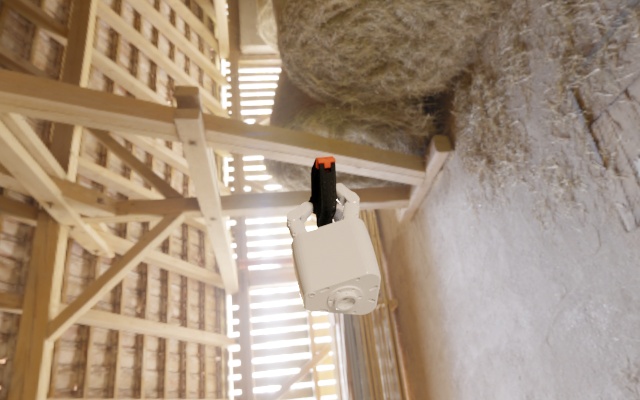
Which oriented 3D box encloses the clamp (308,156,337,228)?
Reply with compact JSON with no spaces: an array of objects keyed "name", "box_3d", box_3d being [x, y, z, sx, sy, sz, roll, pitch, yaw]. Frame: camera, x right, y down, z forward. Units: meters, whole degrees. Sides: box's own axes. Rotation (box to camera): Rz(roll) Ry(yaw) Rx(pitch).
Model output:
[{"name":"clamp","box_3d":[-0.001,0.002,0.797,0.036,0.210,0.164,-7,41,-11]}]
